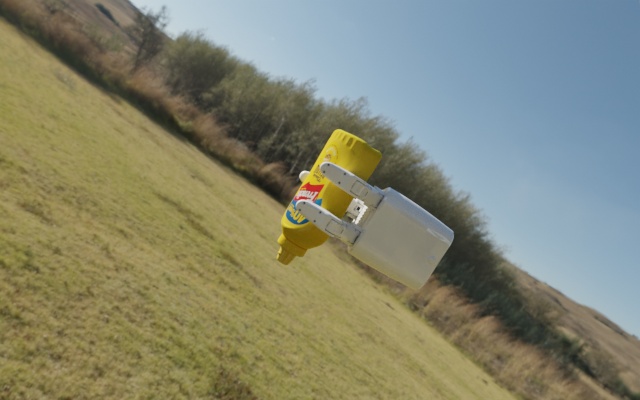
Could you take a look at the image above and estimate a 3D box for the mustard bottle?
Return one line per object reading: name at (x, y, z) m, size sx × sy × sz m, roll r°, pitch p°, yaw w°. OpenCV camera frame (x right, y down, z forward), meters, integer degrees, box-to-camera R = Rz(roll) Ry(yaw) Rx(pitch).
mustard bottle at (0.000, 0.002, 0.633) m, size 0.058 × 0.191 × 0.096 m, roll 30°, pitch 5°, yaw -30°
